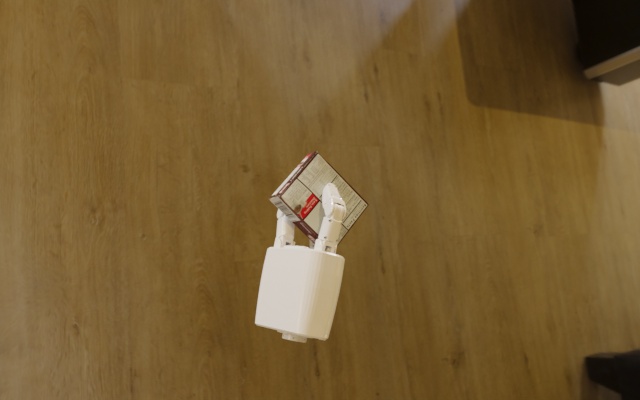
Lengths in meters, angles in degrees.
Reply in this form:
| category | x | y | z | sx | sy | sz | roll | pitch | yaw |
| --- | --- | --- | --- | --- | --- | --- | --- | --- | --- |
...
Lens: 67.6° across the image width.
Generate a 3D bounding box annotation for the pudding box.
| category | x | y | z | sx | sy | sz | roll | pitch | yaw |
| --- | --- | --- | --- | --- | --- | --- | --- | --- | --- |
| pudding box | 0.000 | 0.002 | 0.665 | 0.113 | 0.090 | 0.039 | 46 | -22 | -17 |
